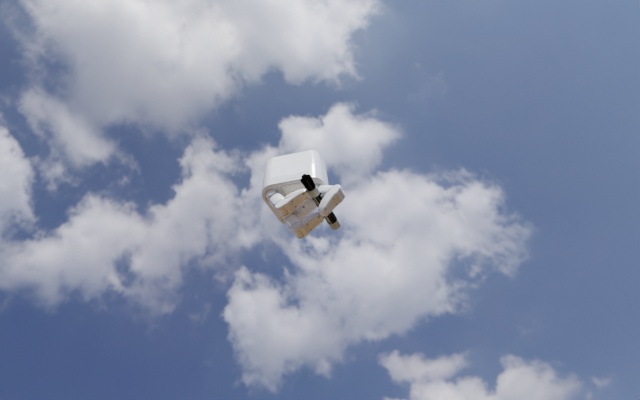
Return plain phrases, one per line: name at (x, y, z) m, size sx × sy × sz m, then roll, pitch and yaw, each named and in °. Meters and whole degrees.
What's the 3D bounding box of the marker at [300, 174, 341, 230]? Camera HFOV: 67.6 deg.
marker at (0.000, 0.003, 0.806) m, size 0.020 × 0.121 × 0.020 m, roll -22°, pitch 33°, yaw 16°
